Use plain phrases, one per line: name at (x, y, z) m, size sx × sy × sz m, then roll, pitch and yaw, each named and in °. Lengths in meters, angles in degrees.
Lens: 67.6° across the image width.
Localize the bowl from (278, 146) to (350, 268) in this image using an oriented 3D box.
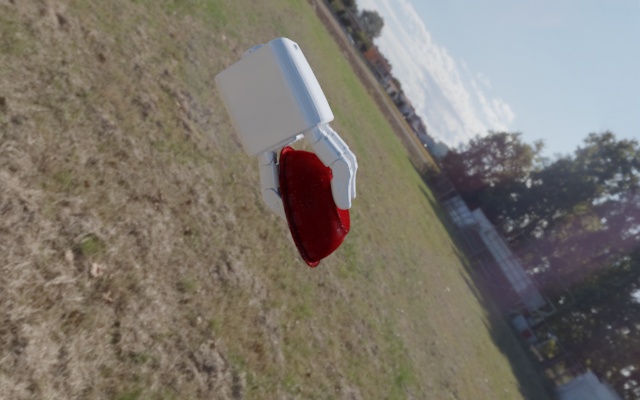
bowl at (0.001, 0.003, 0.613) m, size 0.055 × 0.162 × 0.162 m, roll -13°, pitch -3°, yaw 12°
